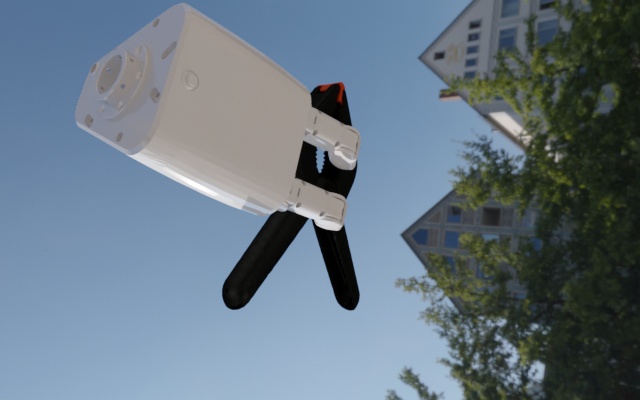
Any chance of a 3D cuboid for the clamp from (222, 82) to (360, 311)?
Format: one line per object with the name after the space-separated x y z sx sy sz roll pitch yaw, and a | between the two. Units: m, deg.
-0.001 0.001 0.427 0.036 0.210 0.164 3 -15 38 | clamp
